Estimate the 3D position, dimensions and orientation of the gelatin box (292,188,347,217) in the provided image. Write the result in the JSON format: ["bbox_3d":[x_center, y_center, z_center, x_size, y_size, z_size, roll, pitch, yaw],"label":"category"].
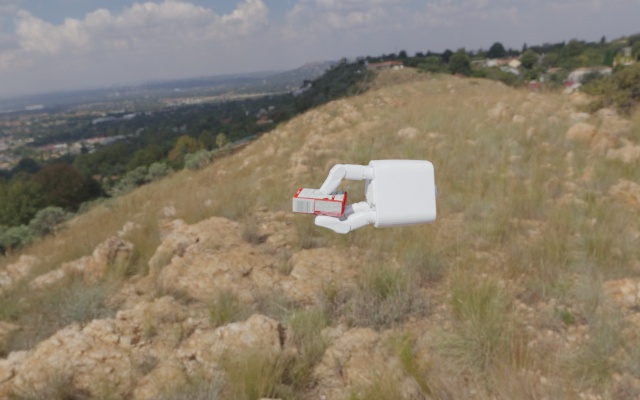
[{"bbox_3d":[0.000,0.002,0.832,0.089,0.030,0.073,5,14,6],"label":"gelatin box"}]
